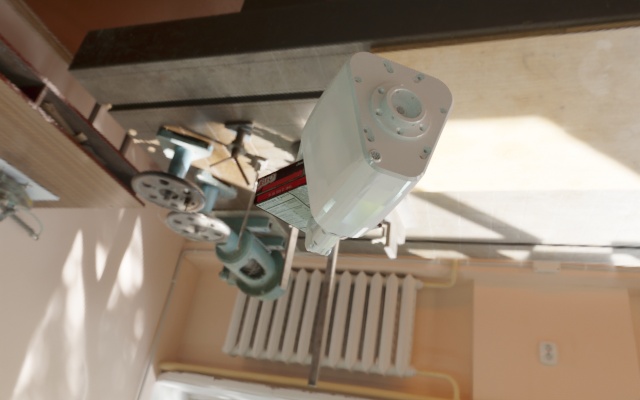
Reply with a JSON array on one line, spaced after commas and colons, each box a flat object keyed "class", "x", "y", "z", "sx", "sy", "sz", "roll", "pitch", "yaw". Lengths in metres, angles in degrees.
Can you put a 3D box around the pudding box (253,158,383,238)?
[{"class": "pudding box", "x": 0.000, "y": 0.002, "z": 0.505, "sx": 0.090, "sy": 0.039, "sz": 0.113, "roll": -18, "pitch": -40, "yaw": 40}]
